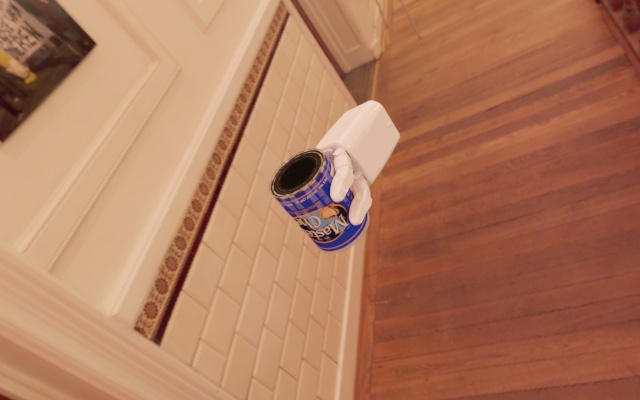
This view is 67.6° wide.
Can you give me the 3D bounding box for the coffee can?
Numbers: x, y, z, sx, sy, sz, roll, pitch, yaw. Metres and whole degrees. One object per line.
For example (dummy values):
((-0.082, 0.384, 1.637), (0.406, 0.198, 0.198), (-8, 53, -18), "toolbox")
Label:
((0.000, 0.003, 0.755), (0.103, 0.102, 0.140), (0, -40, 44), "coffee can")
